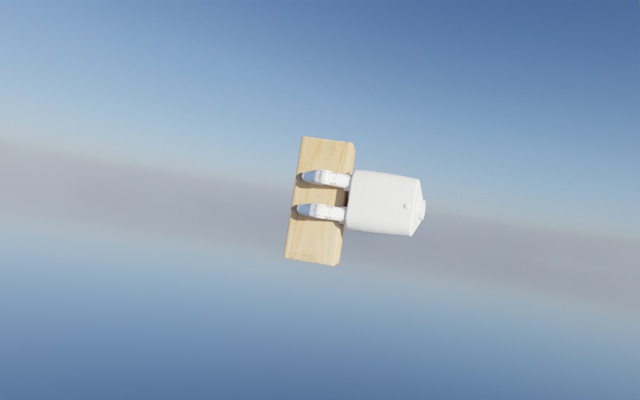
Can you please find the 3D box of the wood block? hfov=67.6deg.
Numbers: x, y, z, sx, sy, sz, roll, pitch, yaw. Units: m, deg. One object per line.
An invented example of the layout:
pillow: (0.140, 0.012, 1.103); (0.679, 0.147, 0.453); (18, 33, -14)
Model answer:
wood block: (0.001, 0.003, 0.835); (0.090, 0.206, 0.091); (8, -3, 7)
